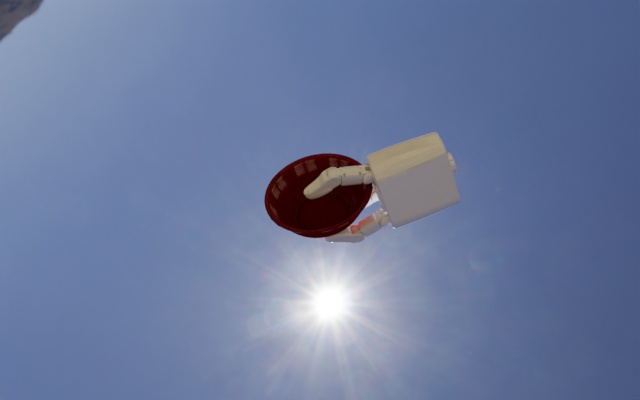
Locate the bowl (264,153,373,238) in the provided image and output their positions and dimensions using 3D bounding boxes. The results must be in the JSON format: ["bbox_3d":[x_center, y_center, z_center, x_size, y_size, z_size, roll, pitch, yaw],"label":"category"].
[{"bbox_3d":[-0.001,0.003,0.719,0.162,0.162,0.055,0,-42,14],"label":"bowl"}]
